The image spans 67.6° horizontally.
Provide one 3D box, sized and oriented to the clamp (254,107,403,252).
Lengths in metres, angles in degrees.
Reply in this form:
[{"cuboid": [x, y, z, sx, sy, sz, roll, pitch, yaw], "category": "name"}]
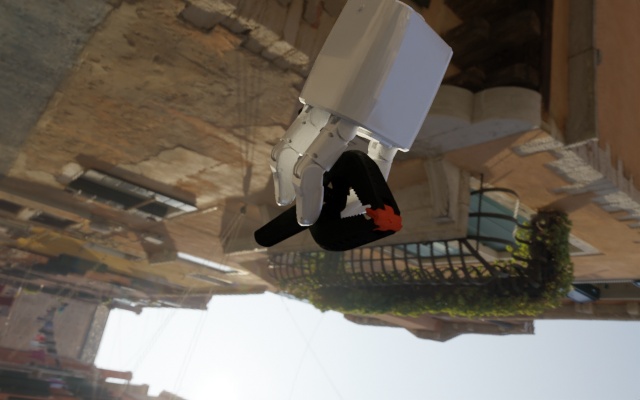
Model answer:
[{"cuboid": [0.001, 0.002, 0.465, 0.036, 0.164, 0.210, 17, 11, -32], "category": "clamp"}]
